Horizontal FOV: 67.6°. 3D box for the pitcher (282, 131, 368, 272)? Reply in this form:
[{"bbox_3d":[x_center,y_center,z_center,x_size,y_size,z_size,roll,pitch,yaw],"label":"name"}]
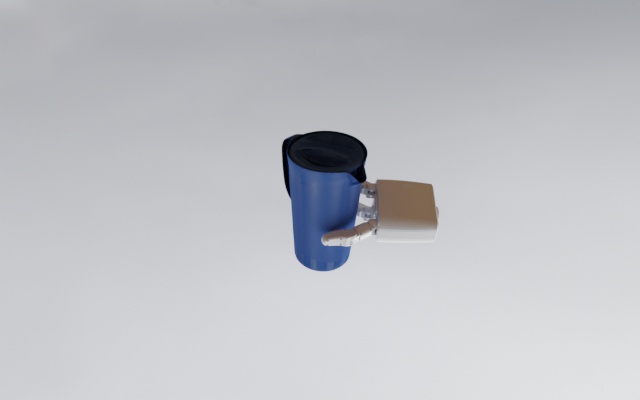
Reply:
[{"bbox_3d":[0.000,0.003,0.858,0.145,0.243,0.149,2,37,-2],"label":"pitcher"}]
